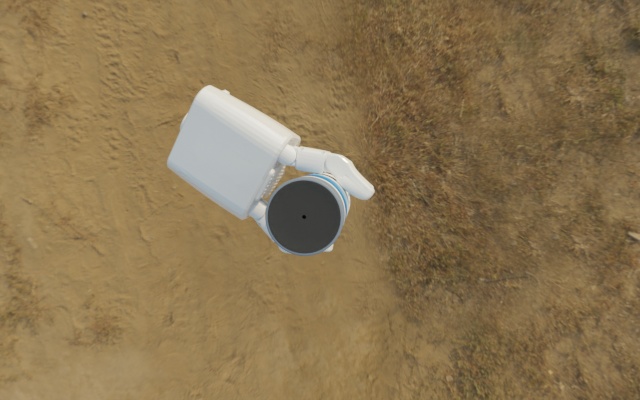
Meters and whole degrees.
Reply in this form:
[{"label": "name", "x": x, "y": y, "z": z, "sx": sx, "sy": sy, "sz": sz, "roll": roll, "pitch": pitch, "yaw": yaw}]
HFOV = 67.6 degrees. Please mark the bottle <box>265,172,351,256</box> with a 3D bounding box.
[{"label": "bottle", "x": 0.000, "y": 0.002, "z": 0.544, "sx": 0.069, "sy": 0.069, "sz": 0.295, "roll": 0, "pitch": 5, "yaw": 5}]
